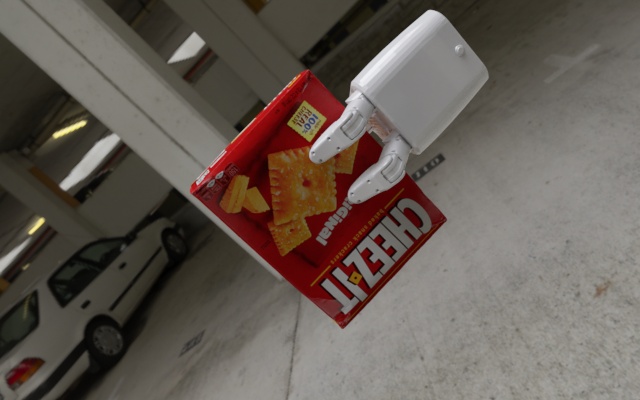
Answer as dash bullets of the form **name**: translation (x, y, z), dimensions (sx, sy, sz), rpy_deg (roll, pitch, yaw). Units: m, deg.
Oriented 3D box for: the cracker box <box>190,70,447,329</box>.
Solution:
- **cracker box**: translation (0.000, 0.001, 0.496), dimensions (0.214, 0.164, 0.072), rpy_deg (44, -2, -14)
